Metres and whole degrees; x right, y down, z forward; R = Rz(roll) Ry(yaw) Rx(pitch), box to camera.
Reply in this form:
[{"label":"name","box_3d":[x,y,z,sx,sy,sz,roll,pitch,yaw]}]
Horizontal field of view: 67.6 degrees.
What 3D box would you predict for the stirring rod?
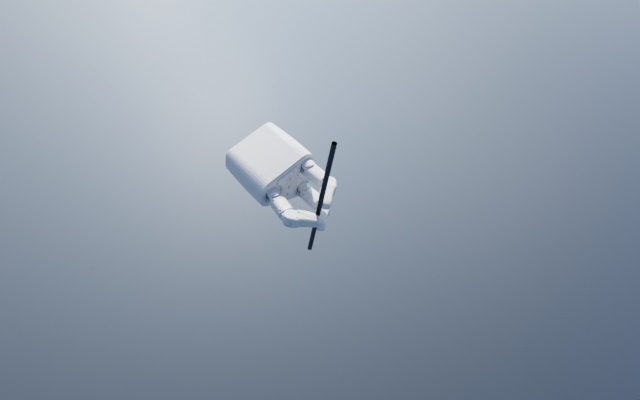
[{"label":"stirring rod","box_3d":[0.000,0.002,0.729,0.011,0.011,0.240,0,-41,-12]}]
